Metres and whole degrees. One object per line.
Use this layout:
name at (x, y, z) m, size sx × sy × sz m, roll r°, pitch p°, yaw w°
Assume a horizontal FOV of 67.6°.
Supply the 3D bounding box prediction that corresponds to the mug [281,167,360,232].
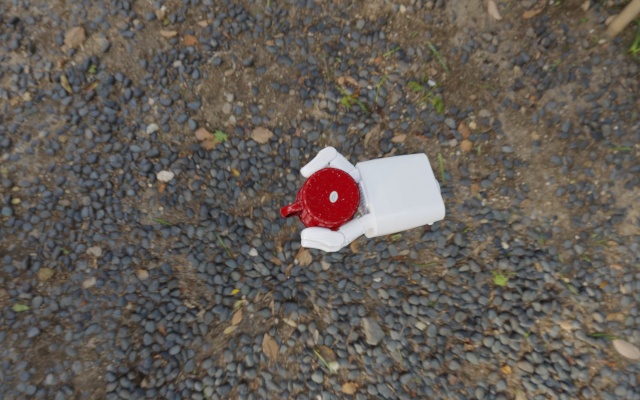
mug at (-0.001, 0.002, 0.684) m, size 0.117 × 0.093 × 0.081 m, roll -12°, pitch -8°, yaw -7°
